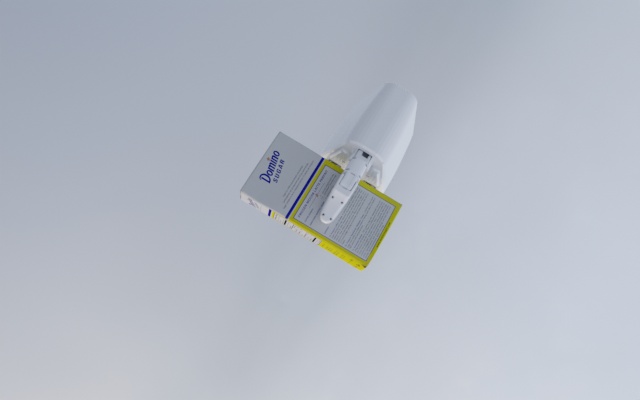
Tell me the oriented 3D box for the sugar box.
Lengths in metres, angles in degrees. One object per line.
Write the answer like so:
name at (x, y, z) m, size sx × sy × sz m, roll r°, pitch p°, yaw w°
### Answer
sugar box at (0.000, 0.002, 0.585) m, size 0.176 × 0.093 × 0.048 m, roll 31°, pitch -17°, yaw 2°
